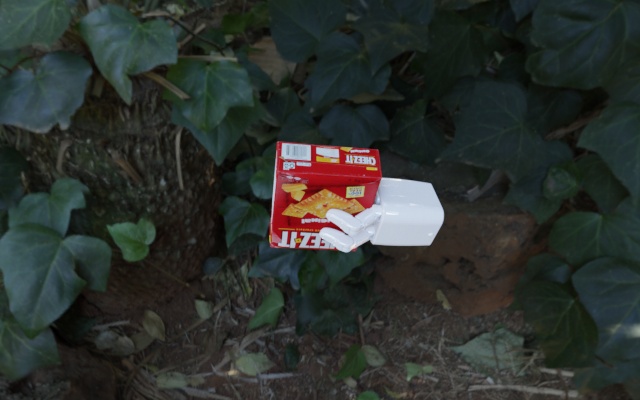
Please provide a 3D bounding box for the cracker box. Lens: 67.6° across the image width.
[{"bbox_3d":[0.000,0.002,0.812,0.164,0.072,0.214,4,-39,-7],"label":"cracker box"}]
